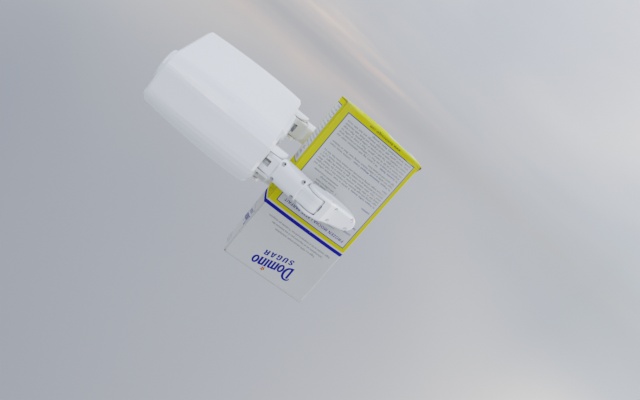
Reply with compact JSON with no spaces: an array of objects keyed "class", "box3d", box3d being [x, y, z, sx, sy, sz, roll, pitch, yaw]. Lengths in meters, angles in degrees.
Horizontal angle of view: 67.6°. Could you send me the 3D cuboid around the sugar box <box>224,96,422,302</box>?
[{"class":"sugar box","box3d":[0.000,0.001,0.448,0.093,0.176,0.048,38,14,-15]}]
